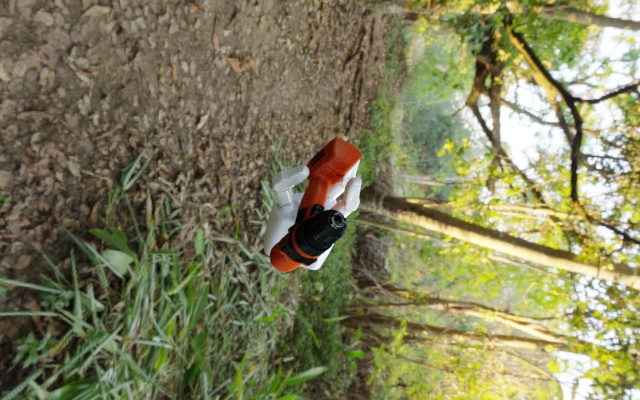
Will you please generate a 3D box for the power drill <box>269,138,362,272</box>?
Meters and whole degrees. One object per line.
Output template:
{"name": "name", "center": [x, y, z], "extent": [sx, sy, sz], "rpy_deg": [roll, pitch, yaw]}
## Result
{"name": "power drill", "center": [0.000, 0.002, 0.685], "extent": [0.057, 0.187, 0.184], "rpy_deg": [32, -33, -15]}
